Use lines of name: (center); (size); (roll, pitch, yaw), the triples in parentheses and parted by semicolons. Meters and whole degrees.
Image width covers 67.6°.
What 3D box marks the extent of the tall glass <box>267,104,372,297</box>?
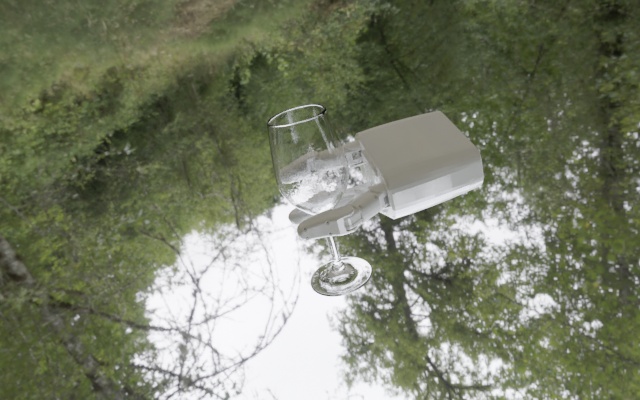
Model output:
tall glass: (0.000, 0.002, 0.516); (0.079, 0.201, 0.079); (-13, 25, 6)
